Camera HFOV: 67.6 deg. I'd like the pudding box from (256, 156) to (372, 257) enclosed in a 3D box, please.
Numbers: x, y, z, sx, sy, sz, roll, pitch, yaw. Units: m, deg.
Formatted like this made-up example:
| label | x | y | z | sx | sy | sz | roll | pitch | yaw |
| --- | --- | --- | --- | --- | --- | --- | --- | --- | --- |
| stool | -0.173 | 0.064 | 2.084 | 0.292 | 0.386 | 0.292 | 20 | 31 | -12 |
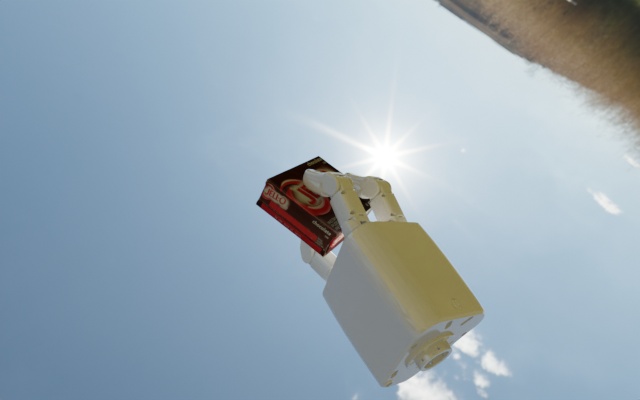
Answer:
| label | x | y | z | sx | sy | sz | roll | pitch | yaw |
| --- | --- | --- | --- | --- | --- | --- | --- | --- | --- |
| pudding box | 0.000 | 0.002 | 0.505 | 0.090 | 0.039 | 0.113 | 38 | 28 | 12 |
